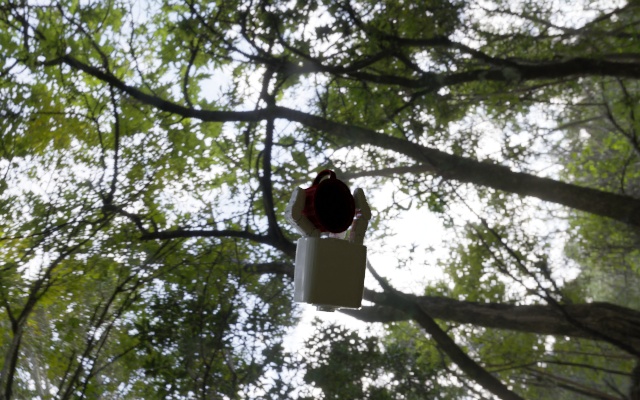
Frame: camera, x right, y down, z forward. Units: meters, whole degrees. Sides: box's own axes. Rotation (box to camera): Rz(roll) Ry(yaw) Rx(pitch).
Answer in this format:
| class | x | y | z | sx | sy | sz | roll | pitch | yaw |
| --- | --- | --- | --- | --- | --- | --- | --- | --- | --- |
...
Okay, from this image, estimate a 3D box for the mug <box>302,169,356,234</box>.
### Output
| class | x | y | z | sx | sy | sz | roll | pitch | yaw |
| --- | --- | --- | --- | --- | --- | --- | --- | --- | --- |
| mug | 0.000 | 0.001 | 0.820 | 0.093 | 0.117 | 0.081 | 18 | -20 | -36 |
